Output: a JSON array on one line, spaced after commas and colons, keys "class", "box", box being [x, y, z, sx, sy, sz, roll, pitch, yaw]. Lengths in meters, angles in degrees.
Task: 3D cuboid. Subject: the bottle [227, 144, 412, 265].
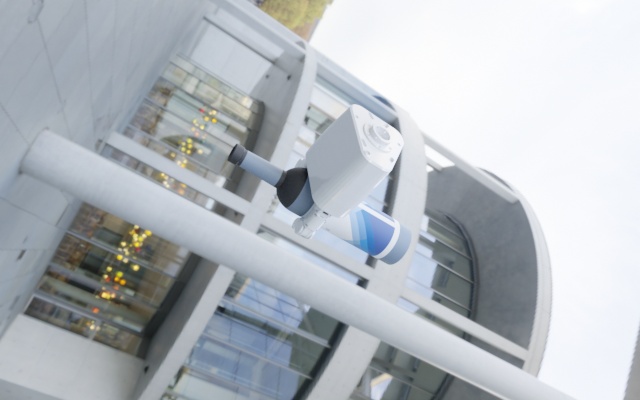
[{"class": "bottle", "box": [0.000, 0.002, 0.700, 0.296, 0.069, 0.069, 30, -11, -19]}]
